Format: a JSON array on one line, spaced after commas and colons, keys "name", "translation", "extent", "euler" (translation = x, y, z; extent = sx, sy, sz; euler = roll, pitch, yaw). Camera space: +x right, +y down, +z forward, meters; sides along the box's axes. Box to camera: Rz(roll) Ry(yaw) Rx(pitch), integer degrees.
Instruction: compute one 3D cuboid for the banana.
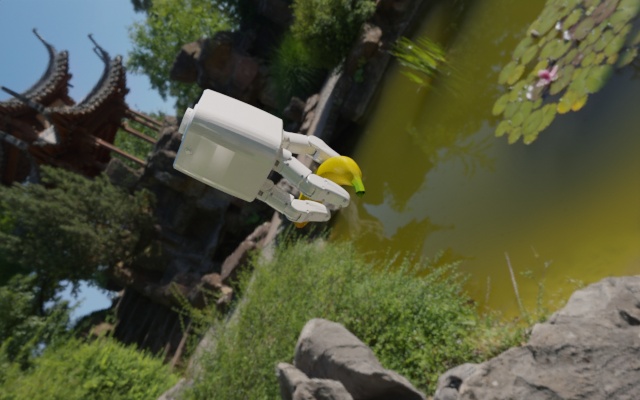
[{"name": "banana", "translation": [0.005, -0.016, 0.652], "extent": [0.037, 0.069, 0.198], "euler": [19, -22, -18]}]
